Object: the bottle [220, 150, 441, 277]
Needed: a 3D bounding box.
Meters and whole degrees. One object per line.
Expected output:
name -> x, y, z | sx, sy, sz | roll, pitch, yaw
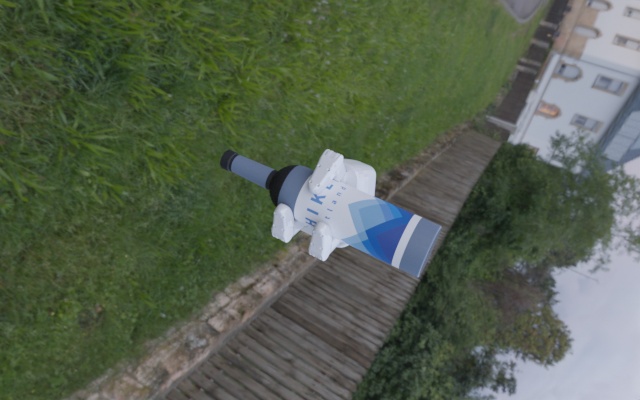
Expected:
bottle -> 0.000, 0.002, 0.601 | 0.295, 0.069, 0.069 | 24, 8, 17
